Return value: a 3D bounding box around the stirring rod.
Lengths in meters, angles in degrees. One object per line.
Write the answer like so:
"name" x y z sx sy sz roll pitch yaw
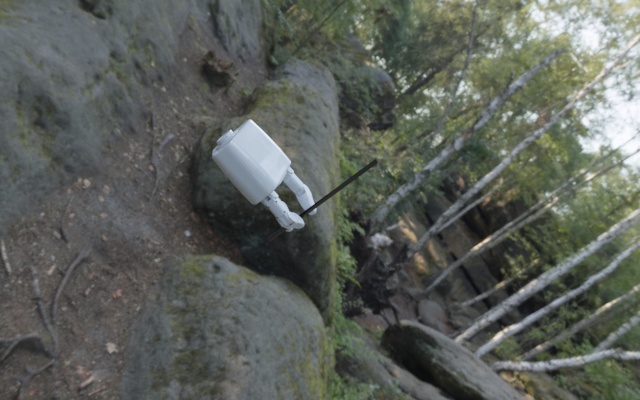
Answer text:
"stirring rod" 0.000 0.003 0.831 0.239 0.011 0.011 -36 -11 16
